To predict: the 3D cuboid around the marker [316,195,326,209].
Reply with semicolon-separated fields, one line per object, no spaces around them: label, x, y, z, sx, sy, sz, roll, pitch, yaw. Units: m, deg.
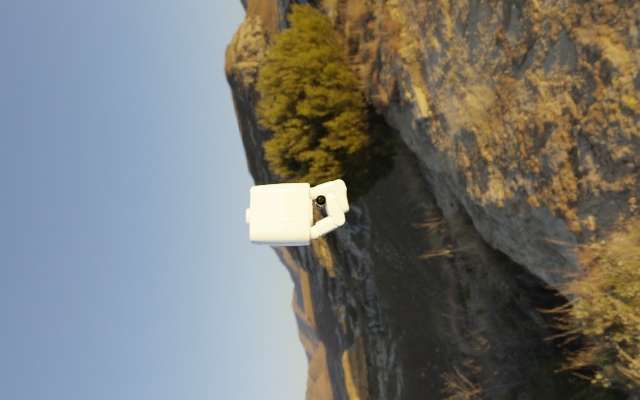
marker;0.000;0.003;0.880;0.020;0.020;0.121;0;-4;-1
